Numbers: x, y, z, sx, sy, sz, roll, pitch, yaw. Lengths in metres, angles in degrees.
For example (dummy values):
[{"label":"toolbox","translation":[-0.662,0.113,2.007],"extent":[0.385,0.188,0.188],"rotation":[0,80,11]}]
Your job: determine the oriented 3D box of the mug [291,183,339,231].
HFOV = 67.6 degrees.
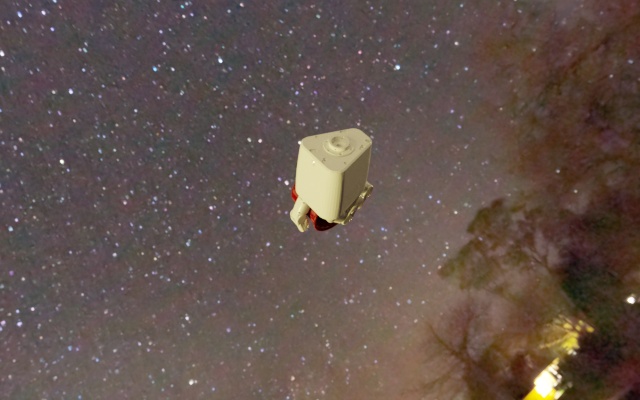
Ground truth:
[{"label":"mug","translation":[0.000,0.004,0.874],"extent":[0.093,0.117,0.081],"rotation":[-26,56,-28]}]
